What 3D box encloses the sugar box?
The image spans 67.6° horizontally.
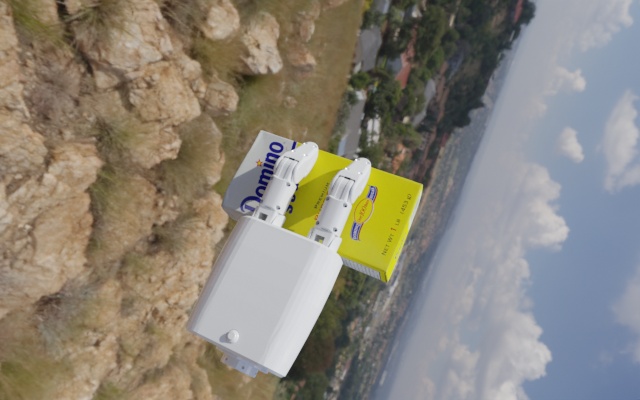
[{"bbox_3d":[0.000,0.001,0.465,0.176,0.093,0.048,20,-18,15],"label":"sugar box"}]
